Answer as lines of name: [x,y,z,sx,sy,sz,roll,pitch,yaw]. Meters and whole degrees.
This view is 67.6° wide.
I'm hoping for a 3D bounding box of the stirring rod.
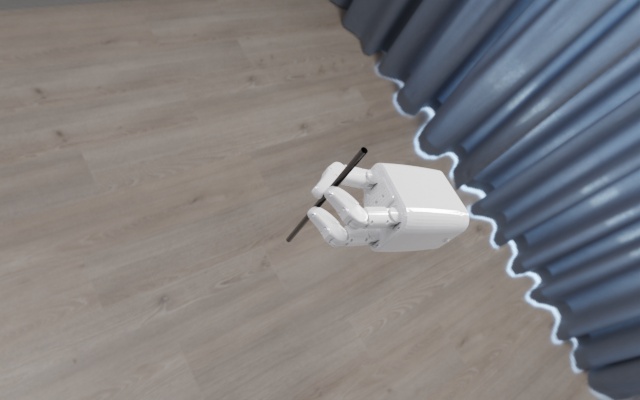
stirring rod: [0.000,0.002,0.608,0.011,0.011,0.240,0,-28,-26]
